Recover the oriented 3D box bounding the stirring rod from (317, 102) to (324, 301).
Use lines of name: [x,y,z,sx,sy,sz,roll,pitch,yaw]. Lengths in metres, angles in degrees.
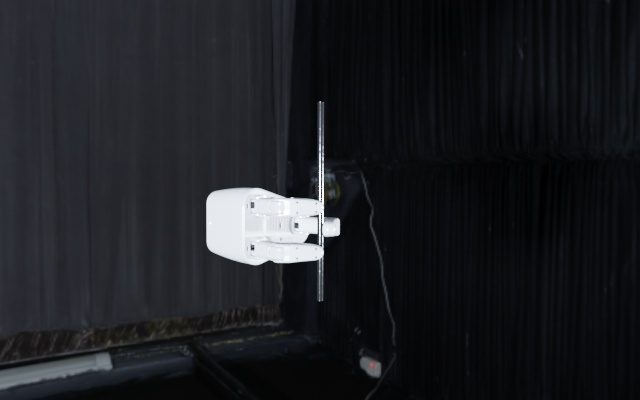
stirring rod: [0.000,0.002,0.580,0.011,0.239,0.011,0,2,0]
